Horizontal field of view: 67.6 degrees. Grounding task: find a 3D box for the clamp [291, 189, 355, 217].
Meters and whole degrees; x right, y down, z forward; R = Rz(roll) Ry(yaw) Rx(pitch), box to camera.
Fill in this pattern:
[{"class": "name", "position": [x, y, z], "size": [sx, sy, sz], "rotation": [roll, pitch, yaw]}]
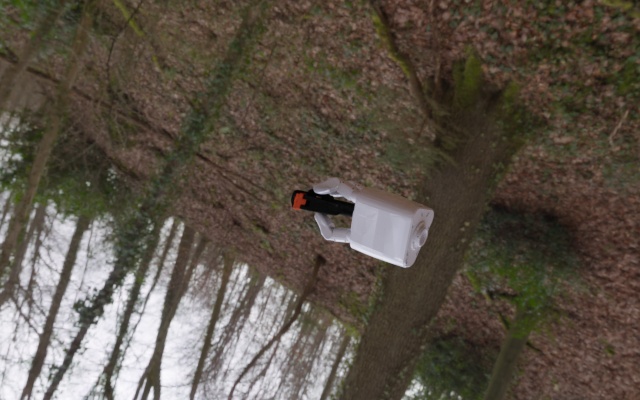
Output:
[{"class": "clamp", "position": [0.000, 0.004, 0.886], "size": [0.164, 0.036, 0.210], "rotation": [18, 5, 32]}]
